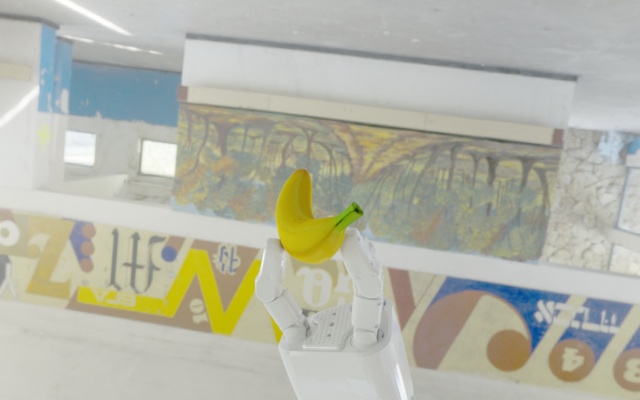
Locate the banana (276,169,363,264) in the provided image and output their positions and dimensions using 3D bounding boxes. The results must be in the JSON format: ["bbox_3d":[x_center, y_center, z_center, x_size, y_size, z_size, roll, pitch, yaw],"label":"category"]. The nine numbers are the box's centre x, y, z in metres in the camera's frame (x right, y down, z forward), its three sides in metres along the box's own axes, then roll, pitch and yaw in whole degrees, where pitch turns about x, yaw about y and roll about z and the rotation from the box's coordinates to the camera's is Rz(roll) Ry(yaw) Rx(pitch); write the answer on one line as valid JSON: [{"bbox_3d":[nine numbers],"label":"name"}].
[{"bbox_3d":[-0.012,0.015,0.445,0.037,0.069,0.197,46,-2,-20],"label":"banana"}]
